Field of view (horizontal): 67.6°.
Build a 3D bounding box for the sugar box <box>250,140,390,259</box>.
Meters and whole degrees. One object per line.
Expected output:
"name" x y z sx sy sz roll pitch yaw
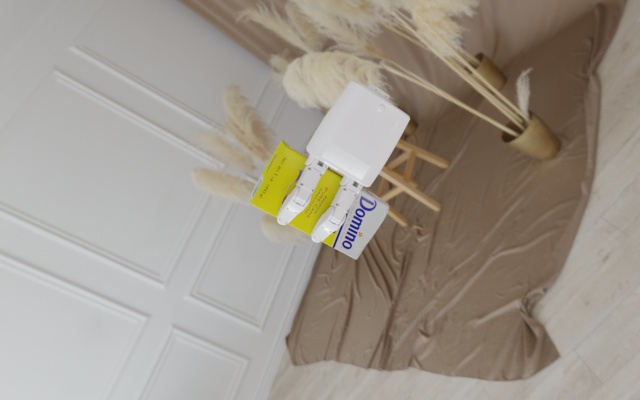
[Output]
"sugar box" 0.000 0.002 0.660 0.176 0.093 0.048 29 10 -17
